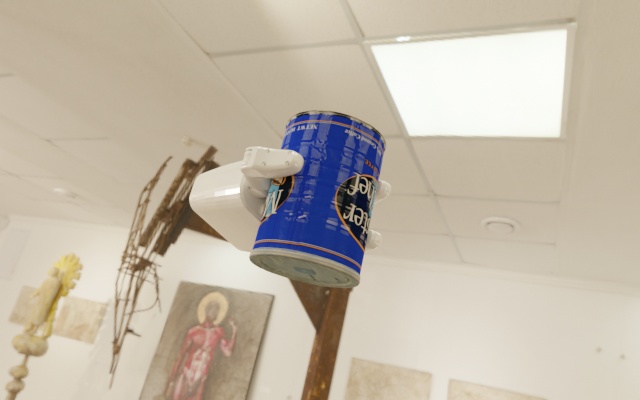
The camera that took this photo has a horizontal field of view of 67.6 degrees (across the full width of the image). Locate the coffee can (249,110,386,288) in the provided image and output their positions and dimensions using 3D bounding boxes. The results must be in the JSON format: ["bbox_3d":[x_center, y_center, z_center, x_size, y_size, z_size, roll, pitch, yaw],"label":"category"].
[{"bbox_3d":[0.000,0.002,0.454,0.103,0.140,0.103,12,-19,4],"label":"coffee can"}]
